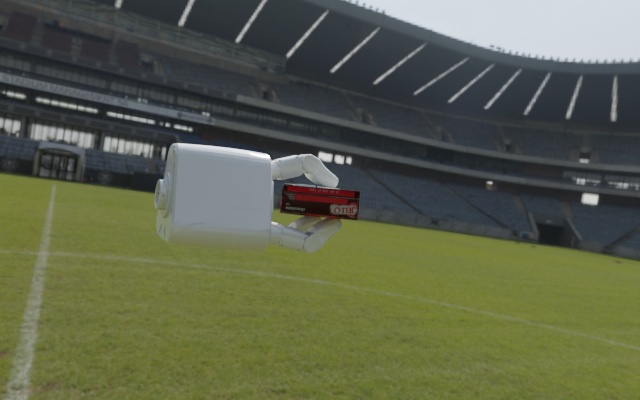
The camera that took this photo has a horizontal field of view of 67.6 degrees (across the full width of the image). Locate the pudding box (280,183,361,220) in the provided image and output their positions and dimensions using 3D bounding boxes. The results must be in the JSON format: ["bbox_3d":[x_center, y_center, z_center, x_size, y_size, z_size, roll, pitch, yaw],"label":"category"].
[{"bbox_3d":[0.000,0.002,0.589,0.090,0.039,0.113,6,2,0],"label":"pudding box"}]
